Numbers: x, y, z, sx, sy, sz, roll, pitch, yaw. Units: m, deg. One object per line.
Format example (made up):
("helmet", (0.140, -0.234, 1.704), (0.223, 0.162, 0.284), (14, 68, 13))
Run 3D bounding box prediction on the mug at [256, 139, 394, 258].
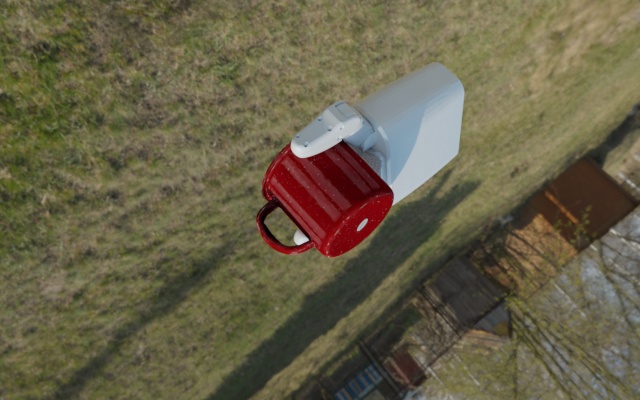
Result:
("mug", (-0.001, 0.002, 0.413), (0.117, 0.081, 0.093), (-35, -24, -18))
